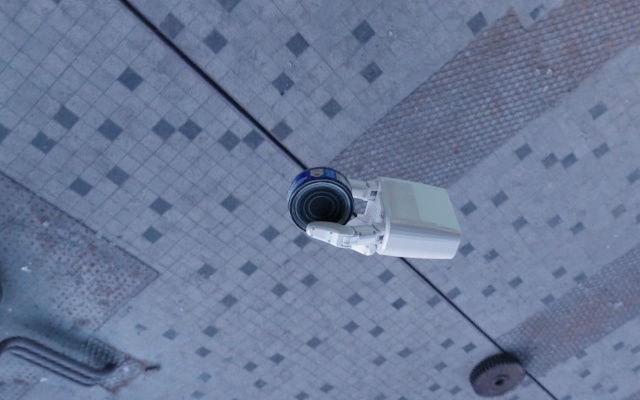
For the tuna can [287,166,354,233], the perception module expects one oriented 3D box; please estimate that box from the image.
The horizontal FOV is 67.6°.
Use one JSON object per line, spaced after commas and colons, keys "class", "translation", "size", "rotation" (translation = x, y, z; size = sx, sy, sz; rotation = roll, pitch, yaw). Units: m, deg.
{"class": "tuna can", "translation": [0.000, 0.002, 0.611], "size": [0.086, 0.086, 0.033], "rotation": [0, 30, -4]}
